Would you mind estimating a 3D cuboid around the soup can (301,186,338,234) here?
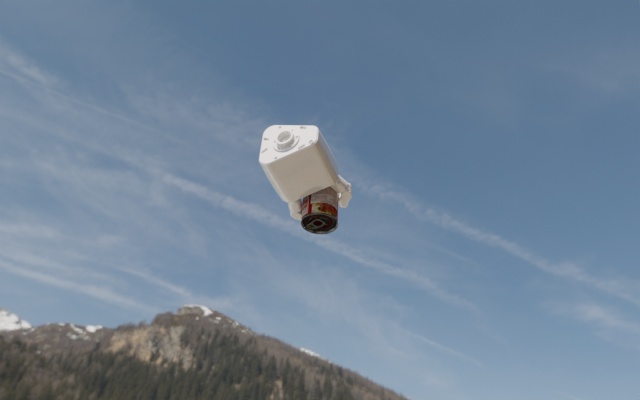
[{"bbox_3d":[0.000,0.003,0.896,0.068,0.102,0.069,2,-36,2],"label":"soup can"}]
